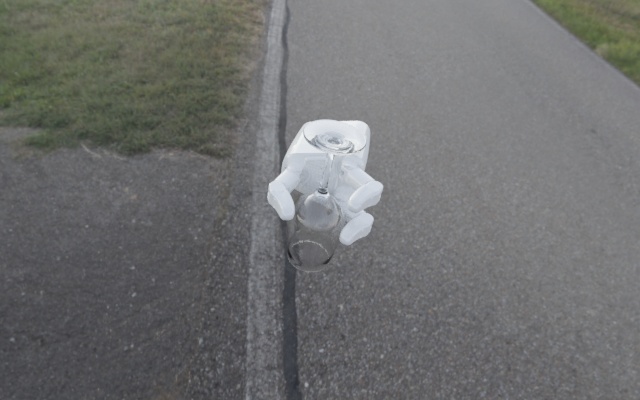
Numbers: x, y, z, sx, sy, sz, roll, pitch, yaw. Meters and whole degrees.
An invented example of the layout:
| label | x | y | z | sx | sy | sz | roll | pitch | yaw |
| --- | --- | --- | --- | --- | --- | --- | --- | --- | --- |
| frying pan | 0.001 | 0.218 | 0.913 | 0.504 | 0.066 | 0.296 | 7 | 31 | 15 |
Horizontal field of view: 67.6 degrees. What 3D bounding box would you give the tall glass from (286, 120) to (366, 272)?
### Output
| label | x | y | z | sx | sy | sz | roll | pitch | yaw |
| --- | --- | --- | --- | --- | --- | --- | --- | --- | --- |
| tall glass | 0.000 | 0.002 | 0.612 | 0.079 | 0.201 | 0.079 | 8 | 38 | -6 |
